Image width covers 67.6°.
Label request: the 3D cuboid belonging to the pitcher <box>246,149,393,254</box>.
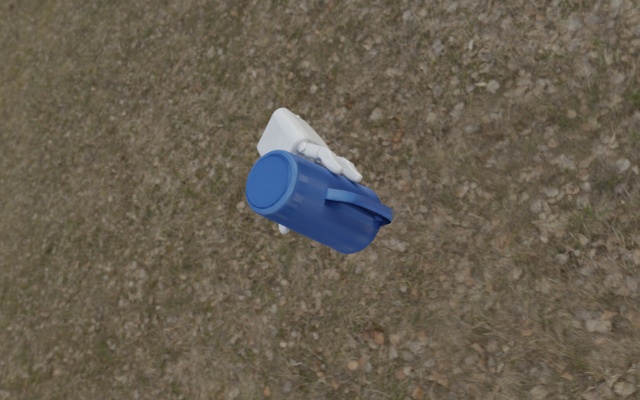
[{"bbox_3d":[0.000,0.003,0.813,0.149,0.145,0.243,-45,-38,17],"label":"pitcher"}]
